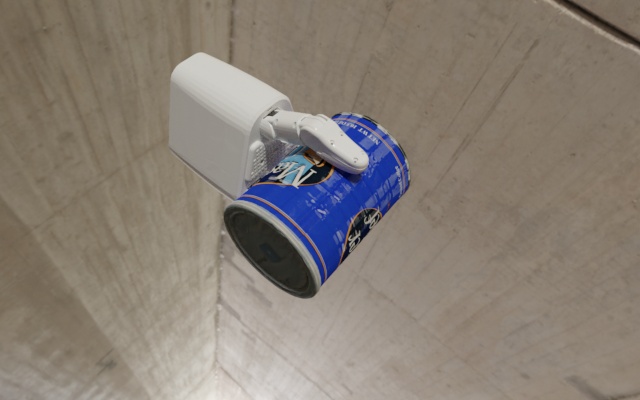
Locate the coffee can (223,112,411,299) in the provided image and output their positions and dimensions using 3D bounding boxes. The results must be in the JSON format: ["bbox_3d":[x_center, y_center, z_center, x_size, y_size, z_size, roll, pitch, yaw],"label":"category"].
[{"bbox_3d":[0.000,0.002,0.425,0.140,0.103,0.103,-44,26,-29],"label":"coffee can"}]
